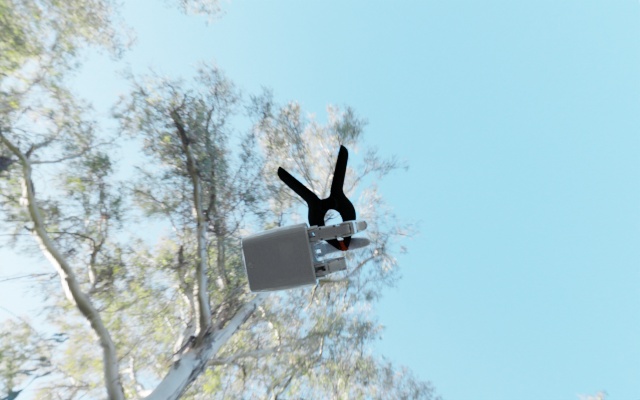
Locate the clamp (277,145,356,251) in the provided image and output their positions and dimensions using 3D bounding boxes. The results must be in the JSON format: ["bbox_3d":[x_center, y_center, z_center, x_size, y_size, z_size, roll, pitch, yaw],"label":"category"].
[{"bbox_3d":[0.000,0.003,0.778,0.120,0.171,0.039,-11,-3,3],"label":"clamp"}]
